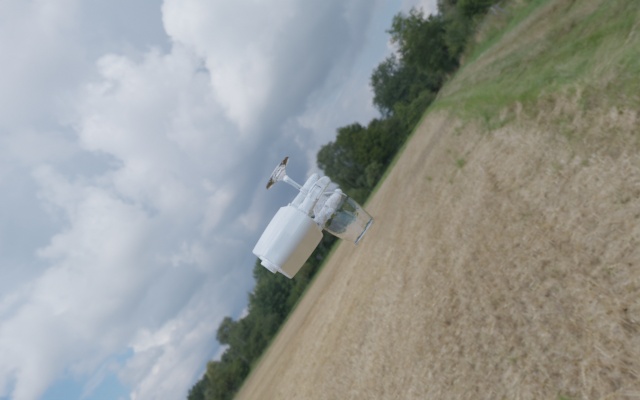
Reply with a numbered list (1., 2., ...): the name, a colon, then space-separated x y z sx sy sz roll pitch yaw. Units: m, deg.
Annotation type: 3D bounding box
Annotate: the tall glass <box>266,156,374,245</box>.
1. tall glass: 0.000 0.002 0.898 0.201 0.079 0.079 34 3 4
